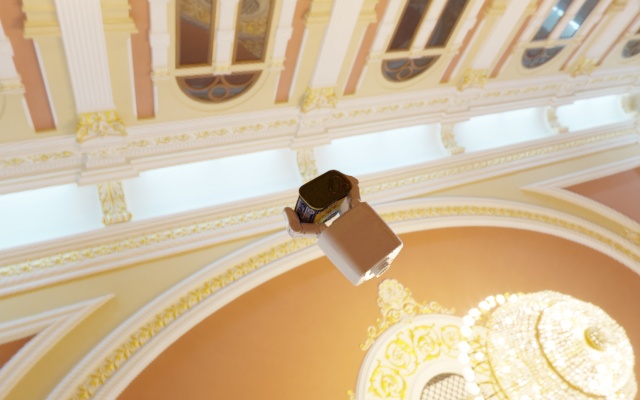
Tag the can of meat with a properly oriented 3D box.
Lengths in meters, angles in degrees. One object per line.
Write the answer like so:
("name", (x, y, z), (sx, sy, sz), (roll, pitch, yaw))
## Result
("can of meat", (0.000, 0.003, 0.867), (0.102, 0.057, 0.084), (-31, -22, -33))
